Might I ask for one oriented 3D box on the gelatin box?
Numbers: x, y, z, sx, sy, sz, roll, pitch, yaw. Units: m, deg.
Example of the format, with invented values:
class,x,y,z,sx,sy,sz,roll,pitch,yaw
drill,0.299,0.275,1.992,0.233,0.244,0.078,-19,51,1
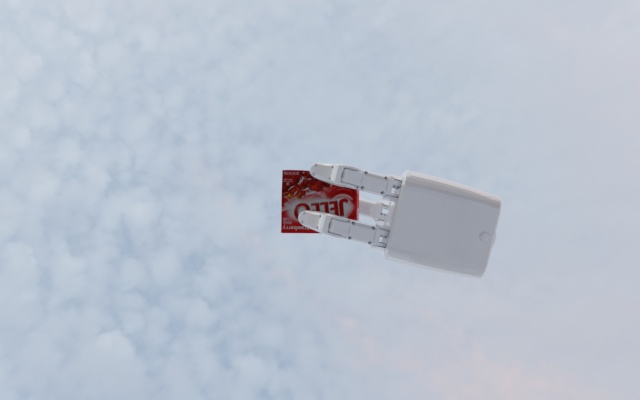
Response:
class,x,y,z,sx,sy,sz,roll,pitch,yaw
gelatin box,0.000,0.002,0.550,0.089,0.073,0.030,1,-2,9
